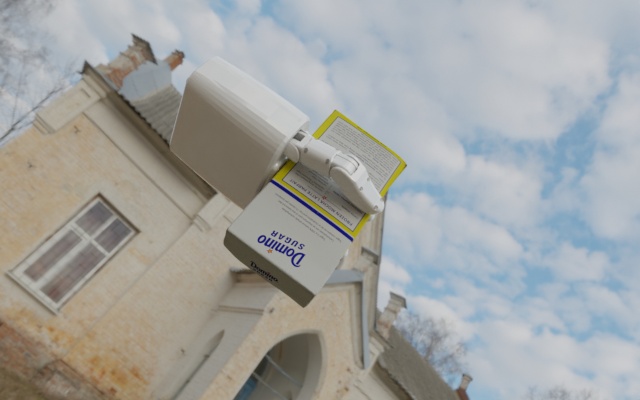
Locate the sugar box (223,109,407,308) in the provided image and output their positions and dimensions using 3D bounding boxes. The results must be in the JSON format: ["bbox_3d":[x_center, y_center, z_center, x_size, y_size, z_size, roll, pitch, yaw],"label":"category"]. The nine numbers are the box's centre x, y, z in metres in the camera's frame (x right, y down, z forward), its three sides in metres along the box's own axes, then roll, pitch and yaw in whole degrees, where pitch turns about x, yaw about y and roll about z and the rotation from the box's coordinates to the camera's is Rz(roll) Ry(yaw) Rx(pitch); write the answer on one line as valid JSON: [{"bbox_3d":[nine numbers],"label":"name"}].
[{"bbox_3d":[0.000,0.002,0.445,0.093,0.176,0.048,37,-30,4],"label":"sugar box"}]
